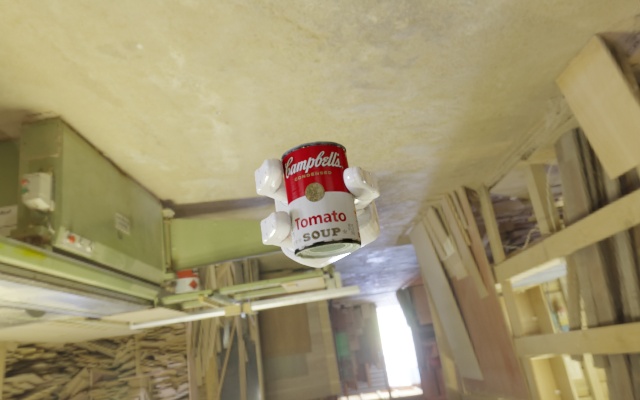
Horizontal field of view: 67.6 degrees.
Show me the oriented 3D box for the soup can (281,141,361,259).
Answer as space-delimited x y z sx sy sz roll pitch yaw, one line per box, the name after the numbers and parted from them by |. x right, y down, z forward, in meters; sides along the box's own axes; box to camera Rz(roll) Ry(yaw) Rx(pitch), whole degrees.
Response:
0.000 0.002 0.474 0.068 0.102 0.068 -8 -17 -2 | soup can
